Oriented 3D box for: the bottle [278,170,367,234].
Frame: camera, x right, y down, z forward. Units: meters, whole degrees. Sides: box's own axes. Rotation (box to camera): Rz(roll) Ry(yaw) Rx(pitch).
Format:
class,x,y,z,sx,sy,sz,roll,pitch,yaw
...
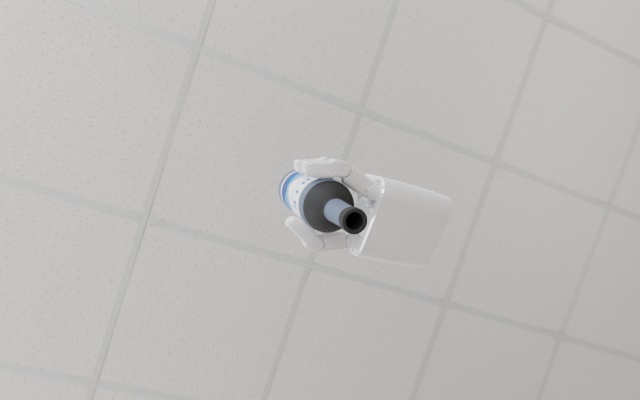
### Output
class,x,y,z,sx,sy,sz,roll,pitch,yaw
bottle,0.000,0.002,0.625,0.069,0.069,0.295,0,7,-14
